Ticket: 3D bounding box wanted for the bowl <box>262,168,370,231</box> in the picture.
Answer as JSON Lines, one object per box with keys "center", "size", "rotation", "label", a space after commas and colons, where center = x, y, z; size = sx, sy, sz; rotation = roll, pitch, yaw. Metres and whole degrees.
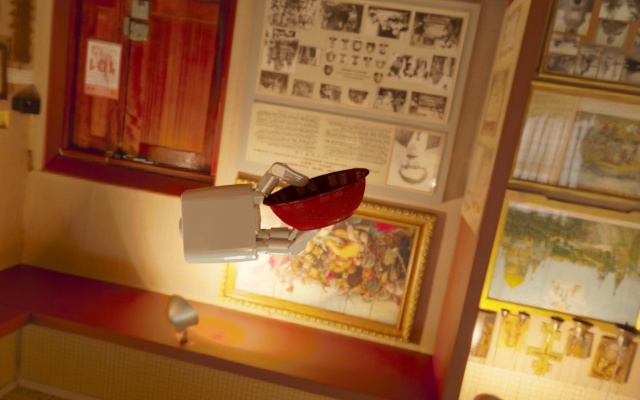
{"center": [0.001, 0.002, 0.695], "size": [0.162, 0.055, 0.162], "rotation": [-17, 11, 3], "label": "bowl"}
